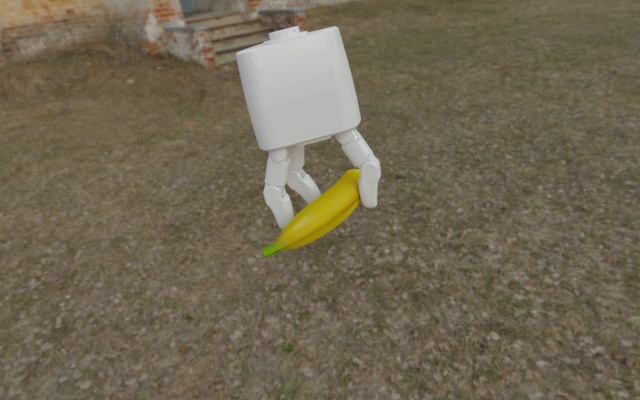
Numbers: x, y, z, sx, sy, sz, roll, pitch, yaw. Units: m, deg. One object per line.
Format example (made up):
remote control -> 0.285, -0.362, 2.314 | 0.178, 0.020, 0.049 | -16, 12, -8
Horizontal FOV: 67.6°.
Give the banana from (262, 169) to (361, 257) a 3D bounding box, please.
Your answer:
banana -> 0.012, 0.002, 0.564 | 0.069, 0.037, 0.197 | -5, 23, 42
